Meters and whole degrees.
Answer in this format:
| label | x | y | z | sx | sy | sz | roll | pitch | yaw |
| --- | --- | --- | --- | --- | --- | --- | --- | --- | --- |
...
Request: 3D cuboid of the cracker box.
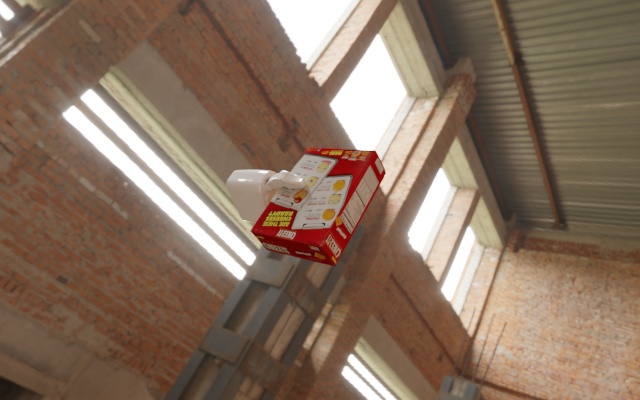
| label | x | y | z | sx | sy | sz | roll | pitch | yaw |
| --- | --- | --- | --- | --- | --- | --- | --- | --- | --- |
| cracker box | 0.000 | 0.003 | 0.863 | 0.164 | 0.213 | 0.072 | 8 | -35 | 39 |
